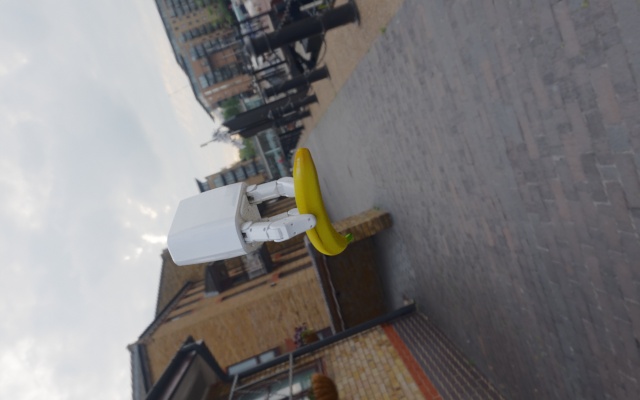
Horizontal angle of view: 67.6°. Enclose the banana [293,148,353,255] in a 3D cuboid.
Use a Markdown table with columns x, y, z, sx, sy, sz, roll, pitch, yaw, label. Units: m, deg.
| x | y | z | sx | sy | sz | roll | pitch | yaw | label |
| --- | --- | --- | --- | --- | --- | --- | --- | --- | --- |
| -0.002 | 0.018 | 0.659 | 0.037 | 0.069 | 0.198 | -5 | -43 | 21 | banana |
